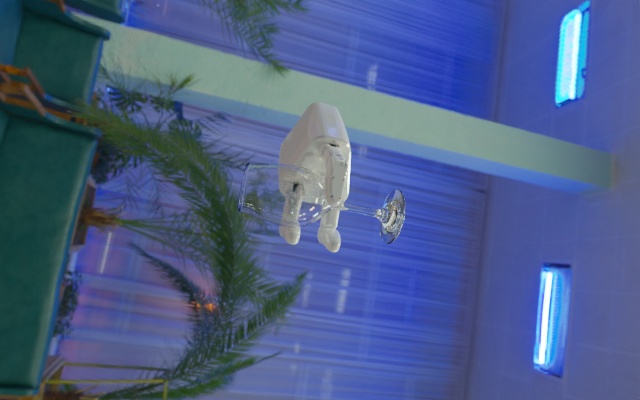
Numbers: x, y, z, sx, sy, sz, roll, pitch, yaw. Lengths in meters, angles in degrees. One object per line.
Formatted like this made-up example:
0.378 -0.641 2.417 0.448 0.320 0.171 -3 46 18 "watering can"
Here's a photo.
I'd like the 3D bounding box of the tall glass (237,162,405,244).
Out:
0.001 0.002 0.605 0.201 0.079 0.079 11 -3 -14 "tall glass"
